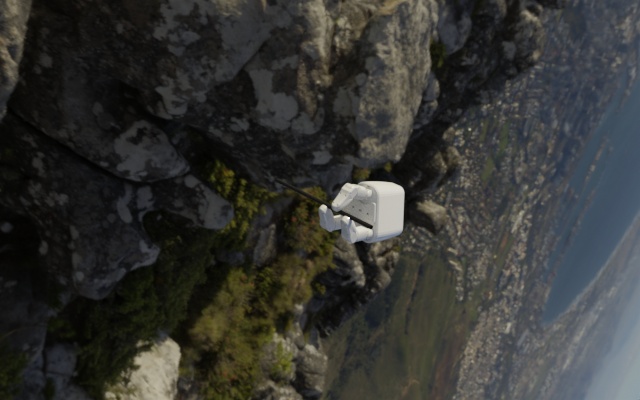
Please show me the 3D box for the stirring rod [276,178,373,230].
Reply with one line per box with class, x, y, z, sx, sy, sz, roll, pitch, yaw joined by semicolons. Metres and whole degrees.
stirring rod;0.000;0.003;0.887;0.239;0.011;0.011;26;16;36
